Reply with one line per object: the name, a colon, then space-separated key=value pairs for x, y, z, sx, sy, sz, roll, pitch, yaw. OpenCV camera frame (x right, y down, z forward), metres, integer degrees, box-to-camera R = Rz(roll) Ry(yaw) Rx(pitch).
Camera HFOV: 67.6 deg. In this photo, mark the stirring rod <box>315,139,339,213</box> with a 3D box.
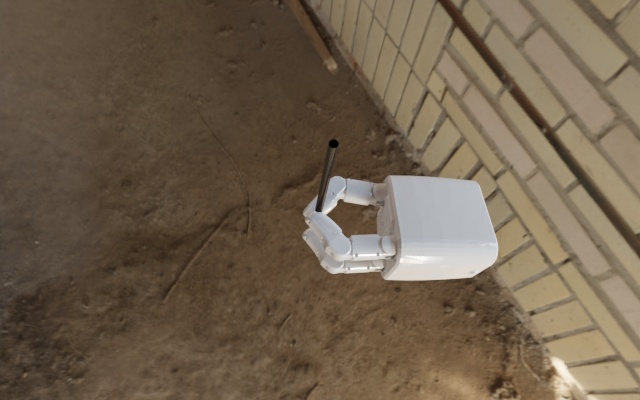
stirring rod: x=0.000 y=0.002 z=0.478 sx=0.011 sy=0.011 sz=0.240 roll=0 pitch=-22 yaw=-5
